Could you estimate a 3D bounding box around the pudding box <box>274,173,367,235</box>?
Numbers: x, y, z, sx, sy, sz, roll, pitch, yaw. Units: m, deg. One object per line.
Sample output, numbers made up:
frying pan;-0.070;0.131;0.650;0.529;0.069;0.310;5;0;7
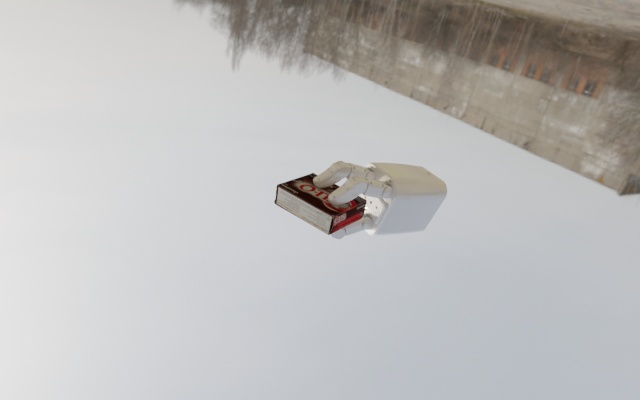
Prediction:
pudding box;0.000;0.003;0.732;0.113;0.039;0.090;26;28;29
